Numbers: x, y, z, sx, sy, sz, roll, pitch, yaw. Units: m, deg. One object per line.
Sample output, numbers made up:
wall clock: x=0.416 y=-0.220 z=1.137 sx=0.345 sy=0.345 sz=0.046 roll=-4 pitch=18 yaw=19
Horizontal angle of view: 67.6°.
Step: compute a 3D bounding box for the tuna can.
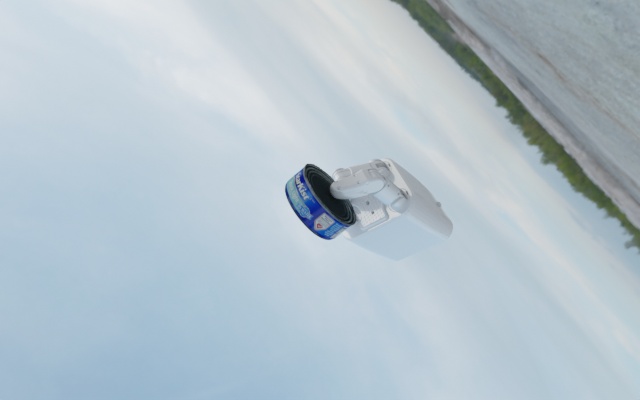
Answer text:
tuna can: x=0.000 y=0.002 z=0.538 sx=0.034 sy=0.086 sz=0.086 roll=-39 pitch=-15 yaw=20
